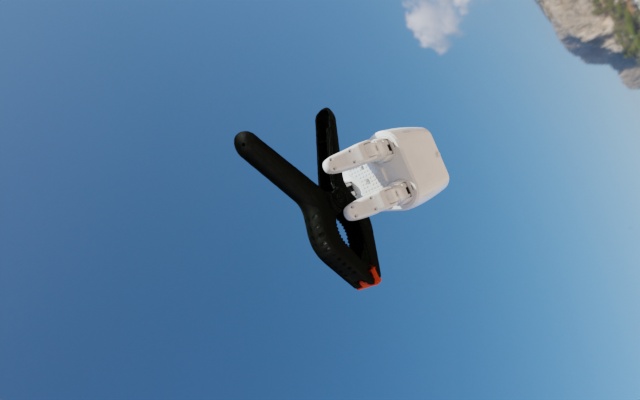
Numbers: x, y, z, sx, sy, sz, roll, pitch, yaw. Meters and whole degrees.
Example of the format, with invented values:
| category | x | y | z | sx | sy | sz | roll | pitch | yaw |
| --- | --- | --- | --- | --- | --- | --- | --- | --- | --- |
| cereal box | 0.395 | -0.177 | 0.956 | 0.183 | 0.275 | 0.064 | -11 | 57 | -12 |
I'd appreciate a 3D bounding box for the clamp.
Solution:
| category | x | y | z | sx | sy | sz | roll | pitch | yaw |
| --- | --- | --- | --- | --- | --- | --- | --- | --- | --- |
| clamp | 0.000 | 0.002 | 0.508 | 0.036 | 0.210 | 0.164 | -25 | -4 | 38 |
